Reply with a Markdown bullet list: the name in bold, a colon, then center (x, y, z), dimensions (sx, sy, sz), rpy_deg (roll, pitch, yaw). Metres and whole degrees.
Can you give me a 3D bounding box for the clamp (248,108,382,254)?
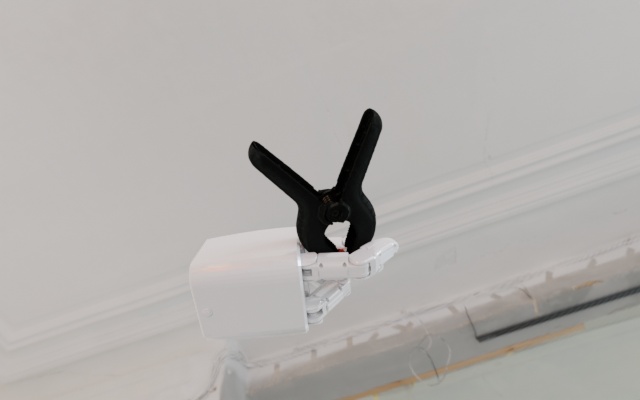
- **clamp**: center (0.000, 0.001, 0.454), dimensions (0.120, 0.172, 0.039), rpy_deg (-6, 28, -2)
